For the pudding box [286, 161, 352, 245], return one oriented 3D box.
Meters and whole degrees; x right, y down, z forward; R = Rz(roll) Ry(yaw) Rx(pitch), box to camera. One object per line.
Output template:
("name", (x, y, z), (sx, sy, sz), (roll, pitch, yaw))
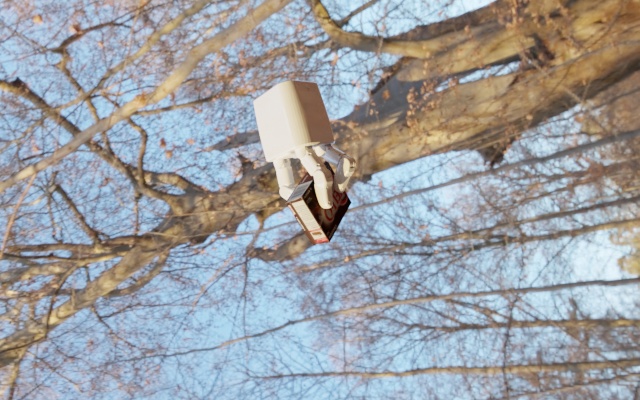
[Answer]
("pudding box", (0.000, 0.003, 0.768), (0.039, 0.090, 0.113), (-15, 27, 36))
